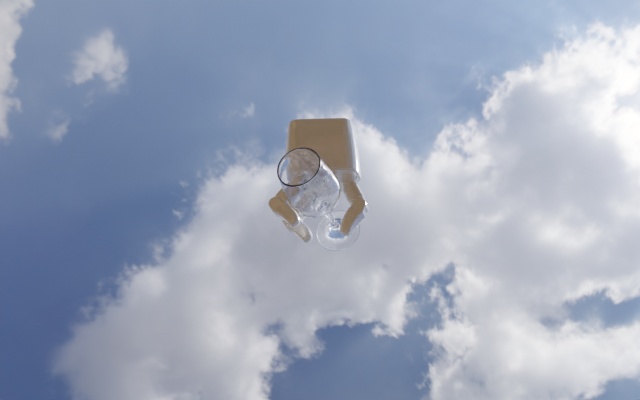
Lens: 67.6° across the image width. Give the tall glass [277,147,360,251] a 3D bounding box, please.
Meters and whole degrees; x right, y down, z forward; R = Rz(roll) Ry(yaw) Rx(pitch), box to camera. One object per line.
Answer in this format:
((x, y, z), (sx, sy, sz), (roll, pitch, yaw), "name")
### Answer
((0.000, 0.003, 0.713), (0.079, 0.079, 0.201), (0, -28, 19), "tall glass")
